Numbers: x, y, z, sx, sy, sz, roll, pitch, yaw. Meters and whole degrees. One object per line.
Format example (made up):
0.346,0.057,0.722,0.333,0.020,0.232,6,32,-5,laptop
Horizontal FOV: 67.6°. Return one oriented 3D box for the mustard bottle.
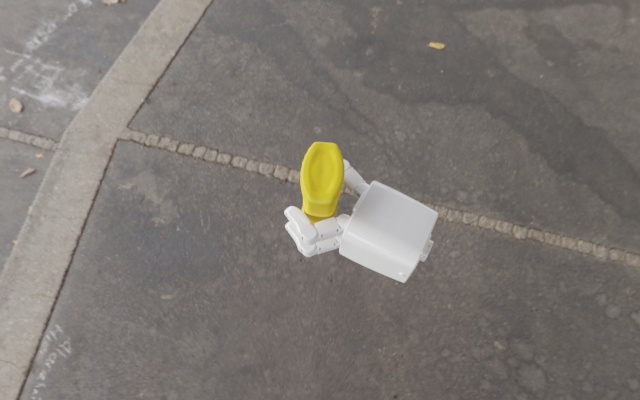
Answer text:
0.000,0.002,0.705,0.058,0.096,0.192,3,-26,0,mustard bottle
